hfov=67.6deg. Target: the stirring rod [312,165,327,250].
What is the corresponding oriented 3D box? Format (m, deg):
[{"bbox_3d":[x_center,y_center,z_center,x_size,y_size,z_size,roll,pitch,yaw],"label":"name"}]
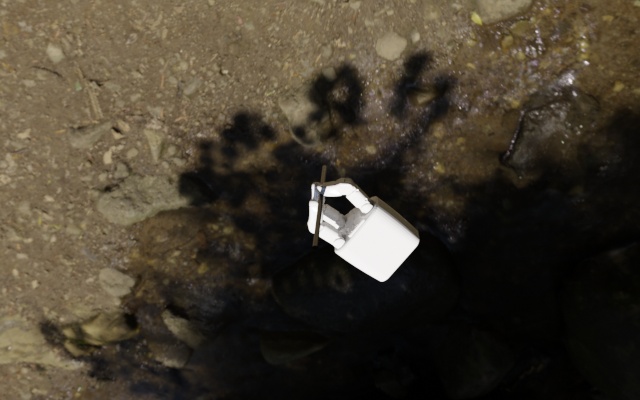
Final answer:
[{"bbox_3d":[0.000,0.003,0.775,0.011,0.011,0.239,0,32,4],"label":"stirring rod"}]
